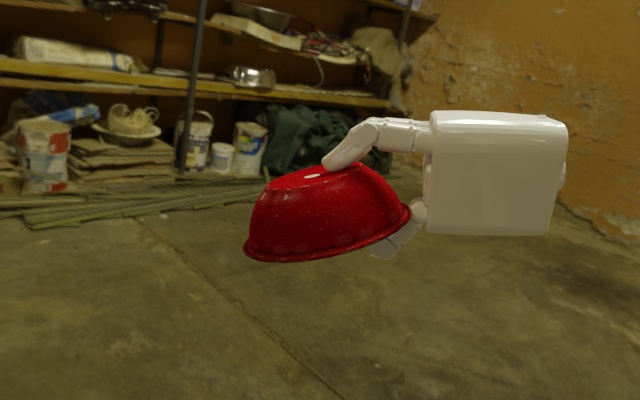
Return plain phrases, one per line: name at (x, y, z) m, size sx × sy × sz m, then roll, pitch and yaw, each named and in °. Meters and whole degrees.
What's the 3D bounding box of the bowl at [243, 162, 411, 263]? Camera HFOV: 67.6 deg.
bowl at (-0.001, 0.001, 0.446) m, size 0.162 × 0.055 × 0.162 m, roll -13°, pitch 13°, yaw 3°
